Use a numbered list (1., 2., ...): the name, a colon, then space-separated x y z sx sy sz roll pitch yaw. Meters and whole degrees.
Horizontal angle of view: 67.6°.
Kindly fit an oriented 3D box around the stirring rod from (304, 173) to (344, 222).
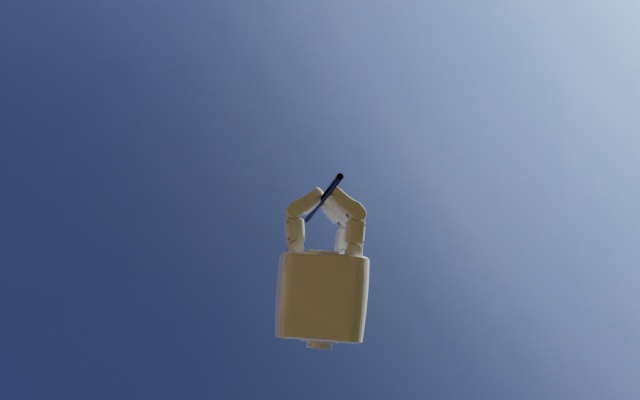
1. stirring rod: 0.000 0.002 0.656 0.011 0.011 0.239 0 -14 -11
